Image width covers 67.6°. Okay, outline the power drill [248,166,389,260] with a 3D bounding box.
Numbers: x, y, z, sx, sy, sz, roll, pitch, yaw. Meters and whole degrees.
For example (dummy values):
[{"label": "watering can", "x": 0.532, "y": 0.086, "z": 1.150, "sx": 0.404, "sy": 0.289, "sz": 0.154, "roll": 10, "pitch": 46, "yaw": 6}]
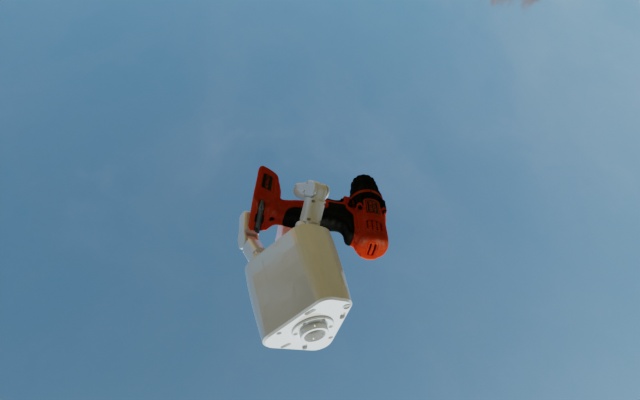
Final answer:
[{"label": "power drill", "x": 0.000, "y": 0.002, "z": 0.668, "sx": 0.187, "sy": 0.057, "sz": 0.184, "roll": 9, "pitch": 28, "yaw": -5}]
